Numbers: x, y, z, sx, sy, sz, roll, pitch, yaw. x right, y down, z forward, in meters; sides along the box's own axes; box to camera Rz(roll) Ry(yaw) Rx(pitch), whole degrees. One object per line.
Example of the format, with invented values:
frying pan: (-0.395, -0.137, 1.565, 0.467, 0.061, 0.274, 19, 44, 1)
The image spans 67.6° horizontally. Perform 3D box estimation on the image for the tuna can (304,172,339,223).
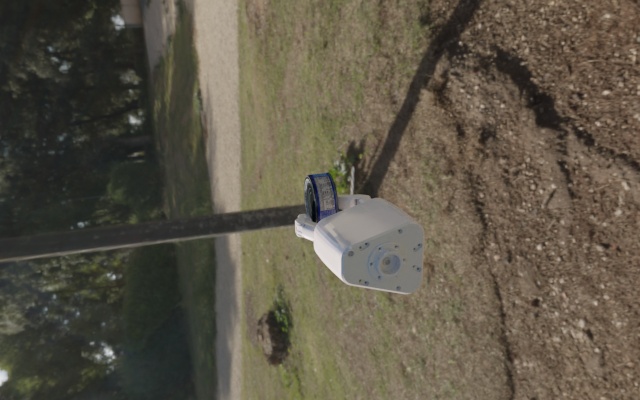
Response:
tuna can: (0.000, 0.002, 0.710, 0.034, 0.086, 0.086, -7, 1, -12)
